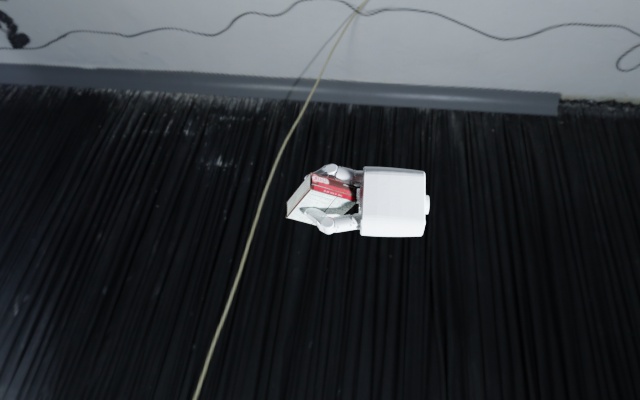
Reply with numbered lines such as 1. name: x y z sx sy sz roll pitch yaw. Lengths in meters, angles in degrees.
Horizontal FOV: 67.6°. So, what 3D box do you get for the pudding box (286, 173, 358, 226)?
1. pudding box: 0.000 0.003 0.841 0.090 0.039 0.113 17 -36 -20
